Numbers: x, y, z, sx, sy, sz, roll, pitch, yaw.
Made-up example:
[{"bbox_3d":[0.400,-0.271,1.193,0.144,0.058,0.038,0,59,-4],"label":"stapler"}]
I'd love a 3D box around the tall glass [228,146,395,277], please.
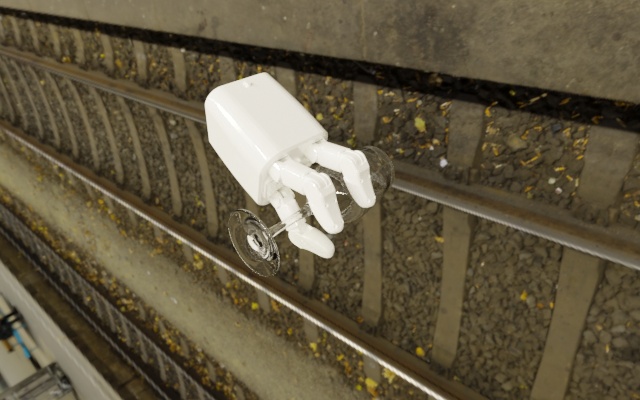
[{"bbox_3d":[0.000,0.002,0.528,0.201,0.079,0.079,-31,20,-38],"label":"tall glass"}]
